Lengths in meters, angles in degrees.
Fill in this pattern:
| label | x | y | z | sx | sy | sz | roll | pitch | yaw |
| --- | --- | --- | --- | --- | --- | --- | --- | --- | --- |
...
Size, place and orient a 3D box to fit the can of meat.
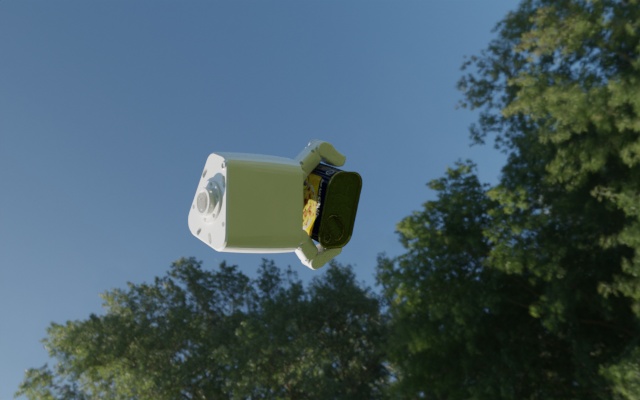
| label | x | y | z | sx | sy | sz | roll | pitch | yaw |
| --- | --- | --- | --- | --- | --- | --- | --- | --- | --- |
| can of meat | 0.000 | 0.002 | 0.630 | 0.057 | 0.102 | 0.084 | 0 | 16 | -42 |
